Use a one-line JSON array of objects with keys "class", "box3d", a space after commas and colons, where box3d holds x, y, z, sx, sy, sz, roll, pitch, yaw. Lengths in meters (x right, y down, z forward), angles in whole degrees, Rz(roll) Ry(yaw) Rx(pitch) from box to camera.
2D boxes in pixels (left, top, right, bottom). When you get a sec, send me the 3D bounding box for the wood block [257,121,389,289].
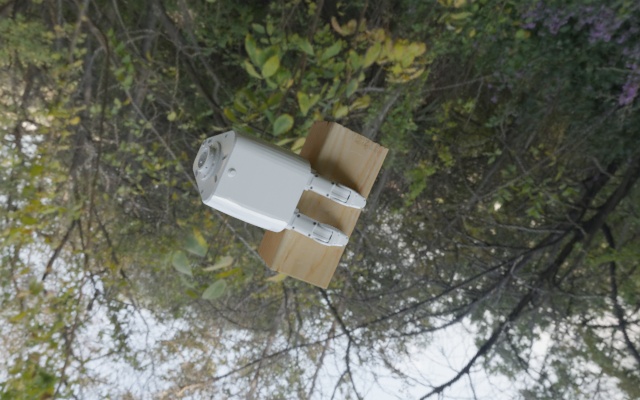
[{"class": "wood block", "box3d": [0.000, 0.002, 0.664, 0.090, 0.206, 0.091, 23, 3, -21]}]
